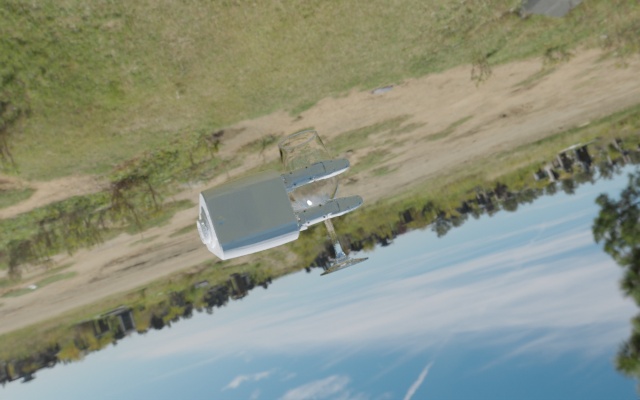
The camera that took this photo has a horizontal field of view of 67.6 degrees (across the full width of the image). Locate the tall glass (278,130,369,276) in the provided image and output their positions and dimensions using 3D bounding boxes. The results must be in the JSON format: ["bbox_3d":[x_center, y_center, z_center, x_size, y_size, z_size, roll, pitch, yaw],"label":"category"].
[{"bbox_3d":[0.000,0.003,0.691,0.079,0.201,0.079,-20,-7,-2],"label":"tall glass"}]
